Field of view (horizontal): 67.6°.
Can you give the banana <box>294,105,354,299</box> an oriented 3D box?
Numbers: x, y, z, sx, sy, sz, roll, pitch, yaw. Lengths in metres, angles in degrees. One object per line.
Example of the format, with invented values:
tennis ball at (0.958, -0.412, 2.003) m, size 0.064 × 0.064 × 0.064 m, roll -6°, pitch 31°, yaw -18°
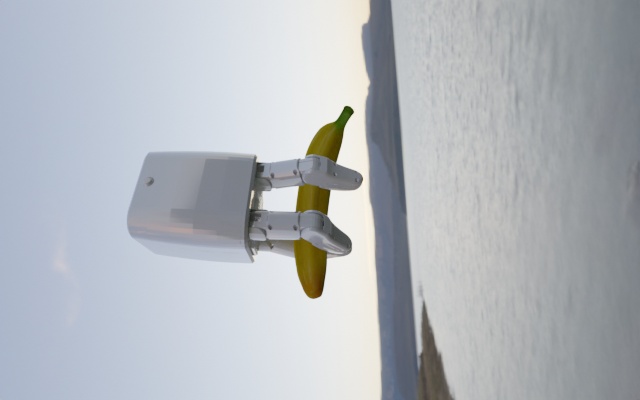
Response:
banana at (-0.004, 0.001, 0.495) m, size 0.037 × 0.197 × 0.069 m, roll 11°, pitch -12°, yaw -13°
